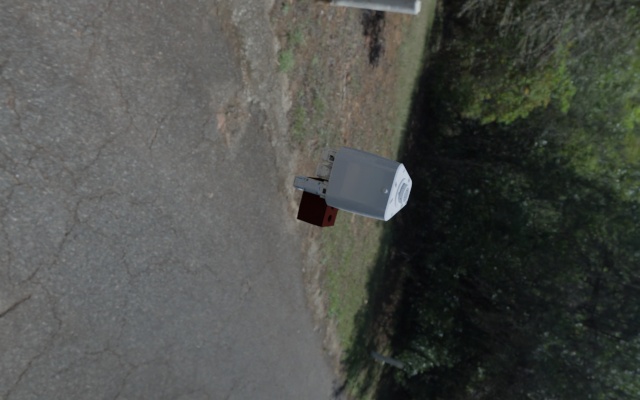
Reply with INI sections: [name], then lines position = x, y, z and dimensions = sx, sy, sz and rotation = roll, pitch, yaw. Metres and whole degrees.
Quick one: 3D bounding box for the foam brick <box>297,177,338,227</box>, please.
[foam brick]
position = 0.000, 0.003, 0.822
dimensions = 0.051, 0.078, 0.053
rotation = 18, 8, 24
